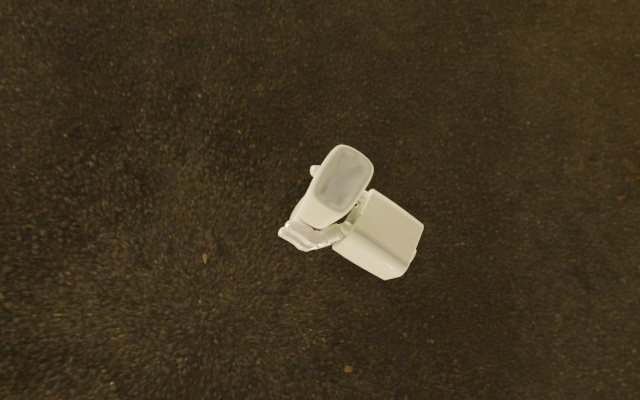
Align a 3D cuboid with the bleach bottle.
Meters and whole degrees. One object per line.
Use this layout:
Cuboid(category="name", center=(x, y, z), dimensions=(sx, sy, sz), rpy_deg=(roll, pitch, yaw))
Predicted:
Cuboid(category="bleach bottle", center=(0.000, 0.003, 0.757), dimensions=(0.068, 0.102, 0.251), rpy_deg=(34, -19, -4))
